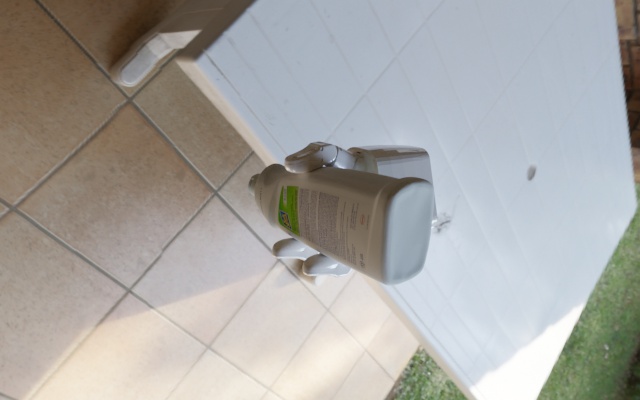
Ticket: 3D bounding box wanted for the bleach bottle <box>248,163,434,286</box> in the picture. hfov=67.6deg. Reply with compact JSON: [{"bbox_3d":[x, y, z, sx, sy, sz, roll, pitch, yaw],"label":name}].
[{"bbox_3d":[0.000,0.002,0.515,0.068,0.102,0.250,-11,21,-39],"label":"bleach bottle"}]
